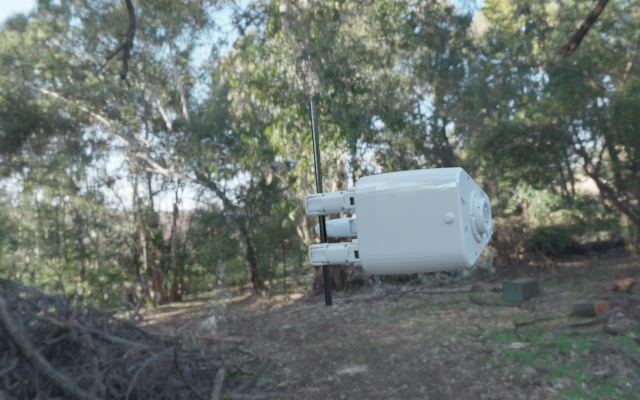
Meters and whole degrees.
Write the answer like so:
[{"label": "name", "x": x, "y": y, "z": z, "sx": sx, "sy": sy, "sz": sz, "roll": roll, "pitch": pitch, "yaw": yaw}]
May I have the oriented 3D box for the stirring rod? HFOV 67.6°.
[{"label": "stirring rod", "x": 0.000, "y": 0.002, "z": 0.563, "sx": 0.011, "sy": 0.239, "sz": 0.011, "roll": -5, "pitch": -3, "yaw": 0}]
